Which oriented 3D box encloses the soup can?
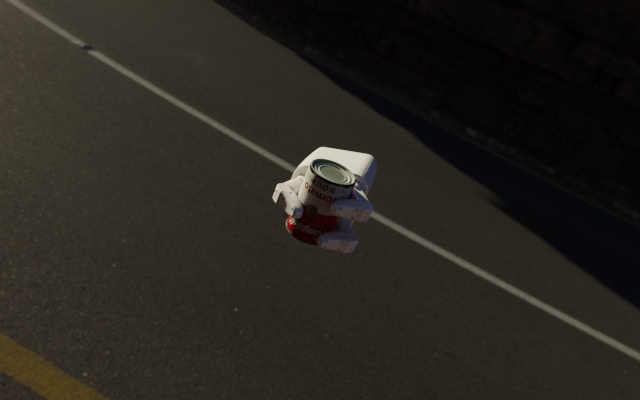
[{"bbox_3d":[0.000,0.002,0.658,0.068,0.102,0.068,18,29,-10],"label":"soup can"}]
